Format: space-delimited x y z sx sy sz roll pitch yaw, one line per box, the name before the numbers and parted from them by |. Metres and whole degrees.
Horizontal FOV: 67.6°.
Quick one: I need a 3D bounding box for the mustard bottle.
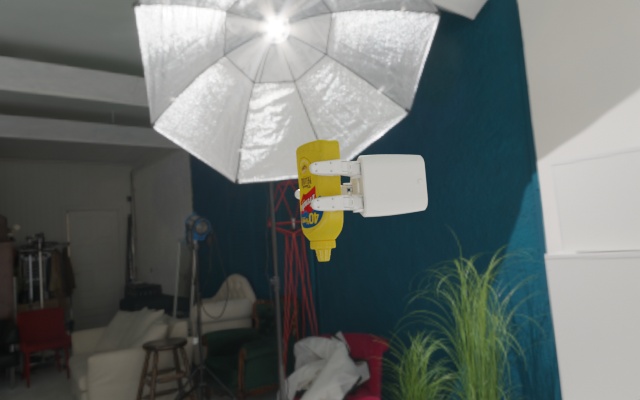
mustard bottle | 0.000 0.002 0.778 0.058 0.191 0.096 -1 -5 -31
